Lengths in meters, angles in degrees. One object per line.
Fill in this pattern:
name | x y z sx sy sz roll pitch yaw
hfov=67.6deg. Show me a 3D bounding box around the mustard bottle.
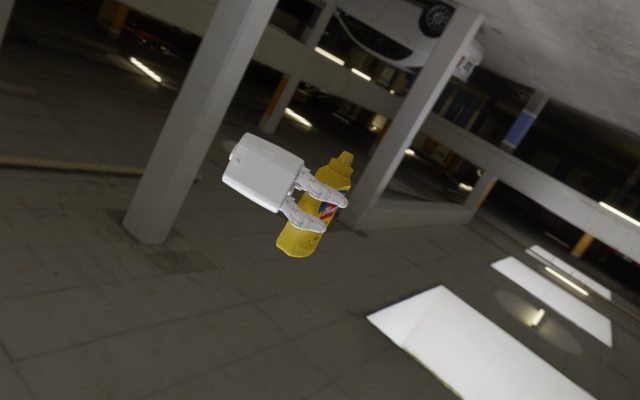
mustard bottle | 0.000 0.003 0.807 0.058 0.192 0.096 36 16 22
